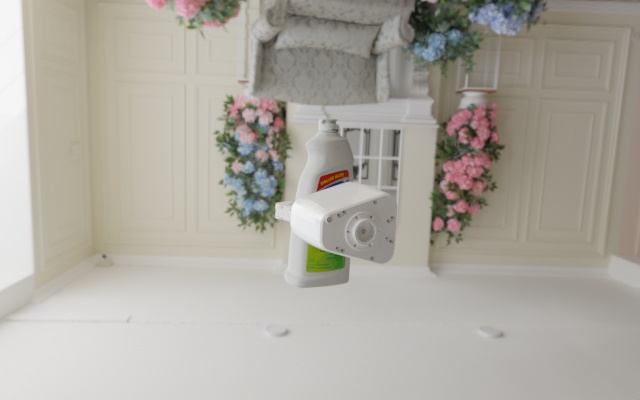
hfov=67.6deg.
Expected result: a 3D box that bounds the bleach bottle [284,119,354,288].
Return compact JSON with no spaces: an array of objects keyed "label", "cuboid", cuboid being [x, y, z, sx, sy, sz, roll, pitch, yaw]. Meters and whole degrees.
[{"label":"bleach bottle","cuboid":[0.000,0.002,0.730,0.102,0.251,0.068,-1,9,-23]}]
